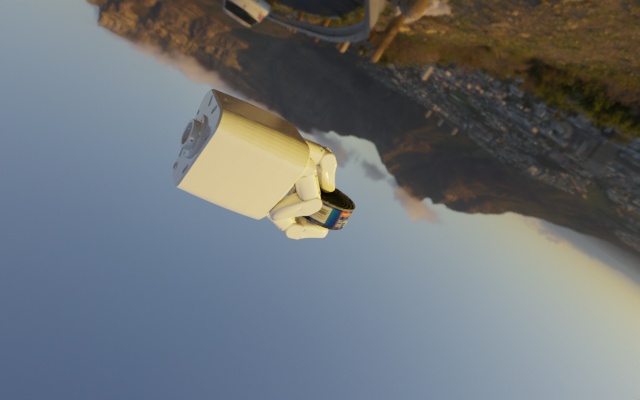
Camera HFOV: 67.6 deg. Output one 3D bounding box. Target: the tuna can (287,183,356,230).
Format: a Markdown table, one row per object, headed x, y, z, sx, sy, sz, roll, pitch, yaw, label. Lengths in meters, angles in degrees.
| x | y | z | sx | sy | sz | roll | pitch | yaw | label |
| --- | --- | --- | --- | --- | --- | --- | --- | --- | --- |
| 0.000 | 0.003 | 0.619 | 0.086 | 0.034 | 0.086 | 27 | 16 | -8 | tuna can |
